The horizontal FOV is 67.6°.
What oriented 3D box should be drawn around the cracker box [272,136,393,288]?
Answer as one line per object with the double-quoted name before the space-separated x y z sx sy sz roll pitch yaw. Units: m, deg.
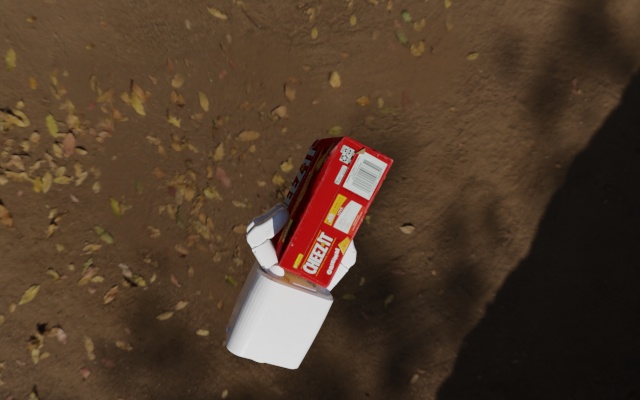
"cracker box" 0.000 0.002 0.623 0.072 0.164 0.213 26 2 -11
